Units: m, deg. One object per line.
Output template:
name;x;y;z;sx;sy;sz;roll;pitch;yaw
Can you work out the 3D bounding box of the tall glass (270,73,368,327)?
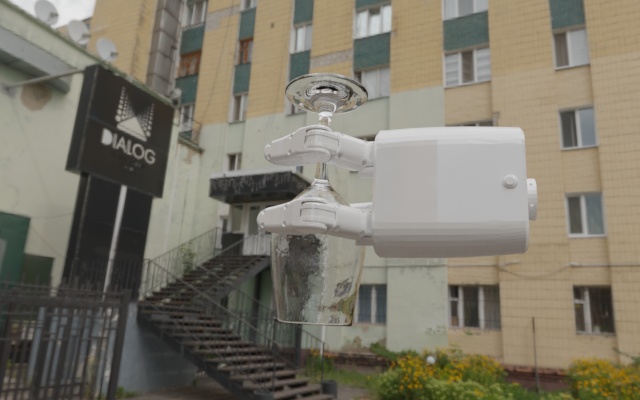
tall glass;0.000;0.001;0.401;0.079;0.201;0.079;3;-15;1
